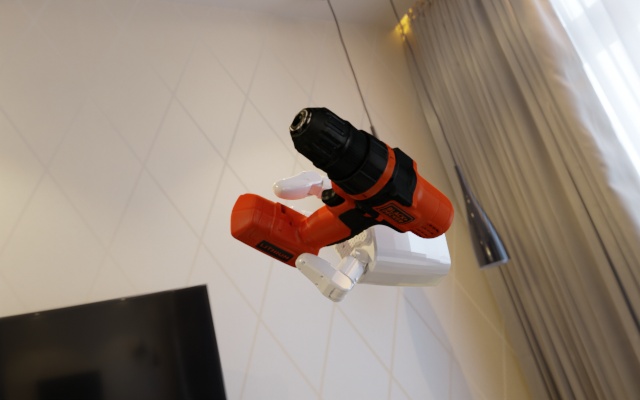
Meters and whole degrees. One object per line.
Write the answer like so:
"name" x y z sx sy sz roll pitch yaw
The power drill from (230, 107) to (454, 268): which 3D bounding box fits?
"power drill" 0.000 0.002 0.441 0.184 0.057 0.188 33 -38 -33
